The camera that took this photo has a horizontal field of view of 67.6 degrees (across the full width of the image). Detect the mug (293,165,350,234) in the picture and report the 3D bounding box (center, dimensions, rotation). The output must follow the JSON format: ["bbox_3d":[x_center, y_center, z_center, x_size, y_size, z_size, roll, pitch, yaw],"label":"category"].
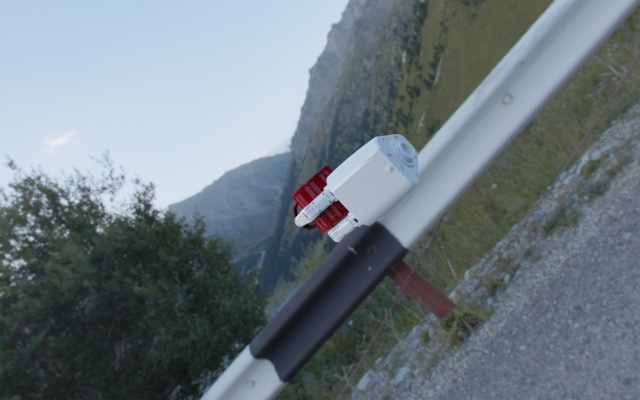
[{"bbox_3d":[-0.001,0.003,0.804,0.117,0.081,0.093,-41,2,30],"label":"mug"}]
